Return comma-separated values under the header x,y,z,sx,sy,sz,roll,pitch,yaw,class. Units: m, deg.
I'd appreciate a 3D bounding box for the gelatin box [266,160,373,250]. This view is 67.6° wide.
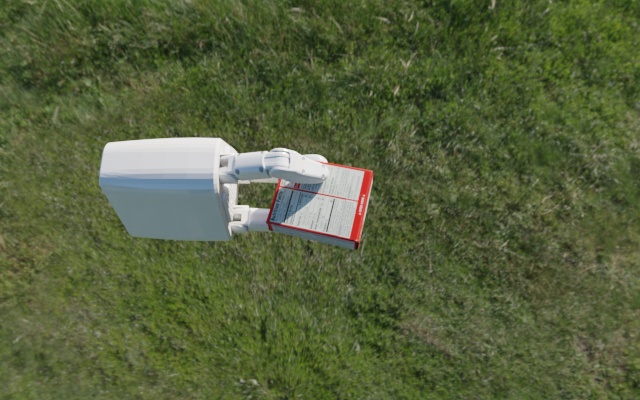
x,y,z,sx,sy,sz,roll,pitch,yaw,class
0.000,0.001,0.458,0.089,0.073,0.030,11,-21,8,gelatin box
